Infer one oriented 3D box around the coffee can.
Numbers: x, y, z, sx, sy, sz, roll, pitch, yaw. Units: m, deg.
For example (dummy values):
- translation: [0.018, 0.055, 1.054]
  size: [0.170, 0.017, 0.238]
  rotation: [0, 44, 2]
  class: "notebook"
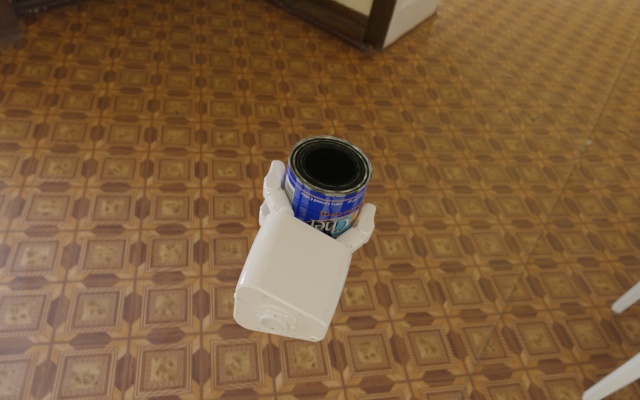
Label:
- translation: [0.000, 0.002, 0.621]
  size: [0.103, 0.102, 0.140]
  rotation: [0, -42, -14]
  class: "coffee can"
